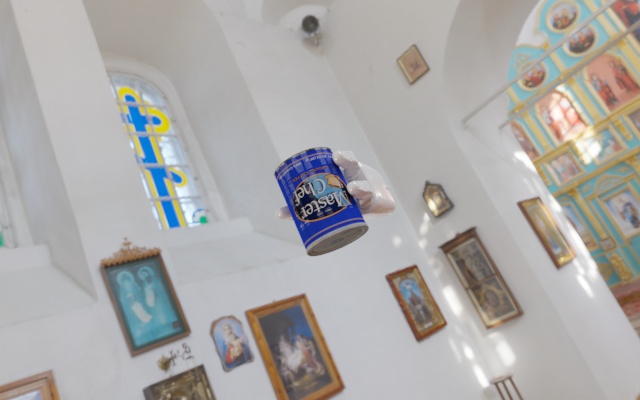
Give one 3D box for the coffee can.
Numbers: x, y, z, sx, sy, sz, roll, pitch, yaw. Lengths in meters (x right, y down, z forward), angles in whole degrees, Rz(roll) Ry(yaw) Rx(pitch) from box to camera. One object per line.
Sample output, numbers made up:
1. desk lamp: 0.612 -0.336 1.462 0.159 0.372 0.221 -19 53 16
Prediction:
1. coffee can: 0.000 0.003 0.747 0.103 0.140 0.103 -22 -18 -7
